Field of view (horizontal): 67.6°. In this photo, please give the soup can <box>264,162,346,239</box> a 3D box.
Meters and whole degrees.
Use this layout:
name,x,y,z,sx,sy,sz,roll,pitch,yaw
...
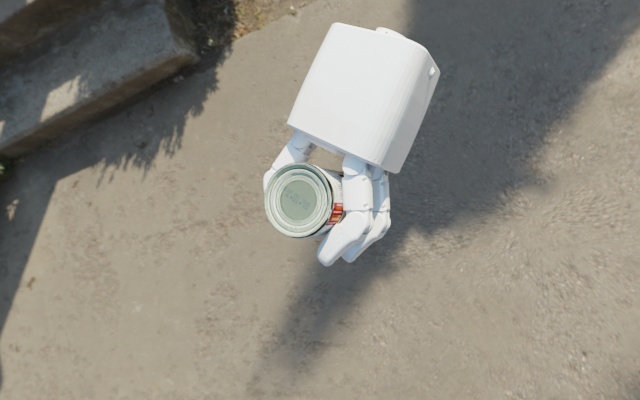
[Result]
name,x,y,z,sx,sy,sz,roll,pitch,yaw
soup can,0.000,0.002,0.453,0.068,0.068,0.102,0,-2,24
